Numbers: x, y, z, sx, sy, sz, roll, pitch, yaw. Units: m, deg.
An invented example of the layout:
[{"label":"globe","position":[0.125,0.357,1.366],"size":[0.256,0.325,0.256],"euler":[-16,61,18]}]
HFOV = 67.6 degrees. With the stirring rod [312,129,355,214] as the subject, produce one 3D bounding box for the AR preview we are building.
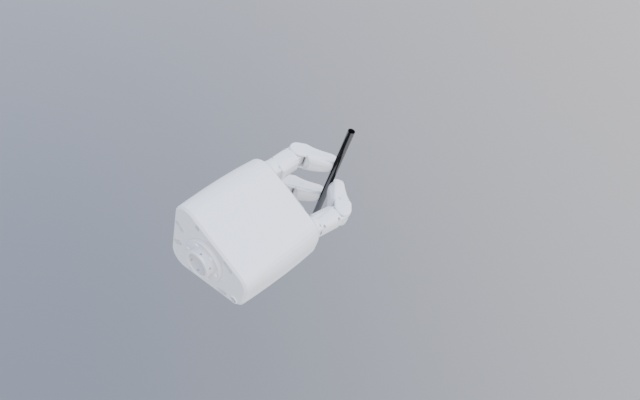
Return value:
[{"label":"stirring rod","position":[0.000,0.002,0.596],"size":[0.011,0.011,0.240],"euler":[0,-39,-21]}]
